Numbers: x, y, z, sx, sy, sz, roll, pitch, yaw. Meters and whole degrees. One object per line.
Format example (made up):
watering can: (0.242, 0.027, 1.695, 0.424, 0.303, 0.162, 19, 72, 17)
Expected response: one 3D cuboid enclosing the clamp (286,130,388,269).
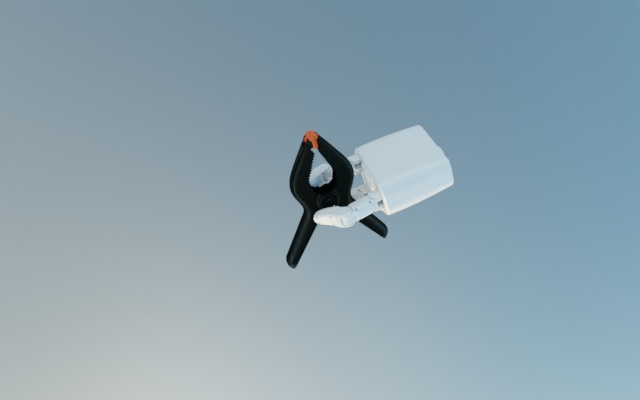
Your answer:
clamp: (0.000, 0.002, 0.696, 0.164, 0.210, 0.036, -24, 31, -4)
